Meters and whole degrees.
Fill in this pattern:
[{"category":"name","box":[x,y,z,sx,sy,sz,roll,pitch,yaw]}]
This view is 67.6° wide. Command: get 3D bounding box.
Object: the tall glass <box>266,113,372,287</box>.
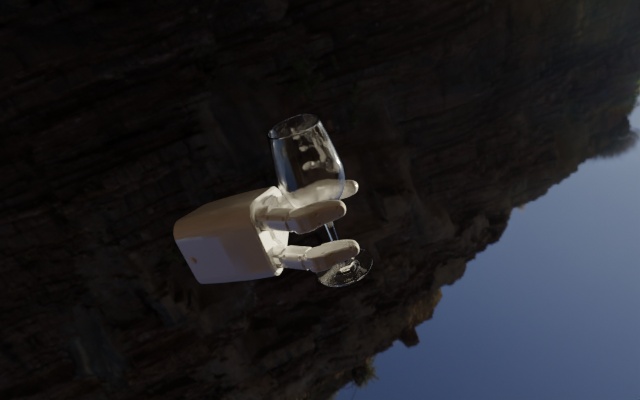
[{"category":"tall glass","box":[0.000,0.002,0.562,0.079,0.201,0.079,-15,28,8]}]
